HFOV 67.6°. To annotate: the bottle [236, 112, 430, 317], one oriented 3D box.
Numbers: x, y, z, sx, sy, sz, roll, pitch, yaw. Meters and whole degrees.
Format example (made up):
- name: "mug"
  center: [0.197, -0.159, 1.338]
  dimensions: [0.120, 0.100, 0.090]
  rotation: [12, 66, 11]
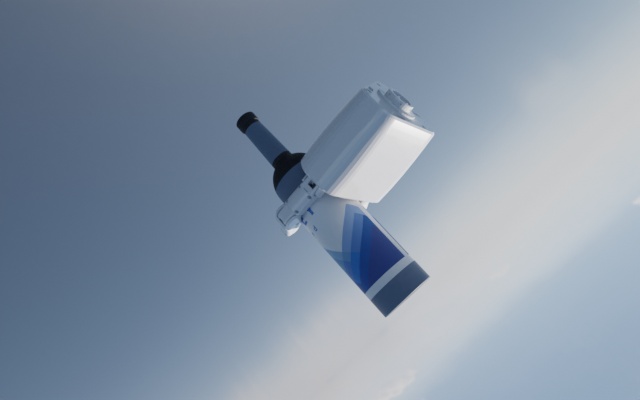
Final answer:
- name: "bottle"
  center: [0.000, 0.002, 0.562]
  dimensions: [0.069, 0.295, 0.069]
  rotation: [-39, -17, -14]
